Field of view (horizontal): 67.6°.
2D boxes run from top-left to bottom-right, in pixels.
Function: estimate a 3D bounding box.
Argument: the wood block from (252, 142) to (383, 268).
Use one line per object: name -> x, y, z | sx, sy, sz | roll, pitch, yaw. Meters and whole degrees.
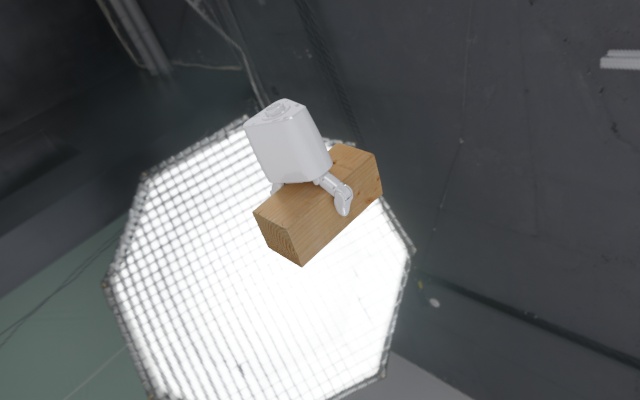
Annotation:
wood block -> 0.000, 0.002, 0.799 | 0.091, 0.090, 0.206 | 25, 55, 41
